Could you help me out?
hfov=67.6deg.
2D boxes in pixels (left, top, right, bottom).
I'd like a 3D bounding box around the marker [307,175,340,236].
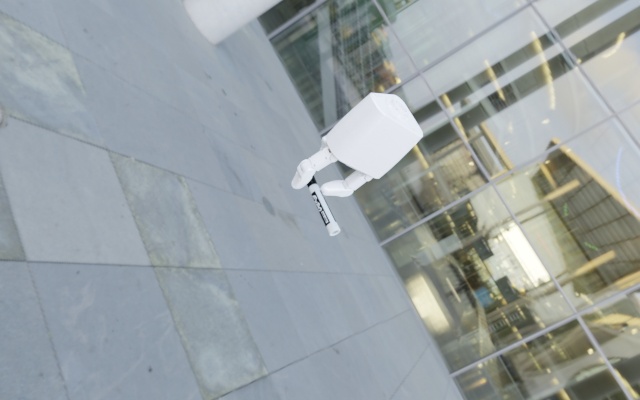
[{"bbox_3d":[0.000,0.003,0.782,0.020,0.121,0.020,-20,-27,-11],"label":"marker"}]
